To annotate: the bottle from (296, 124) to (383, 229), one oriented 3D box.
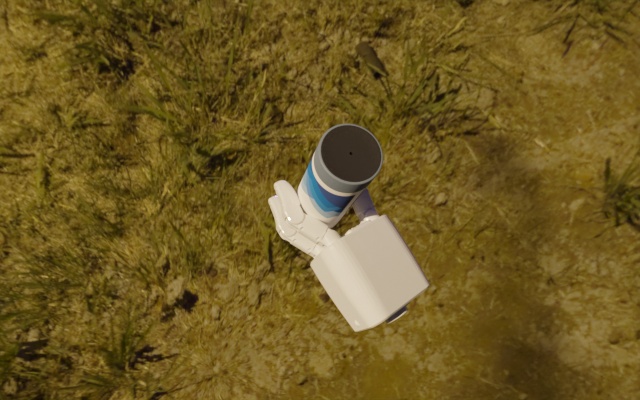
[{"bbox_3d":[0.000,0.002,0.605,0.069,0.069,0.296,0,-19,-13],"label":"bottle"}]
